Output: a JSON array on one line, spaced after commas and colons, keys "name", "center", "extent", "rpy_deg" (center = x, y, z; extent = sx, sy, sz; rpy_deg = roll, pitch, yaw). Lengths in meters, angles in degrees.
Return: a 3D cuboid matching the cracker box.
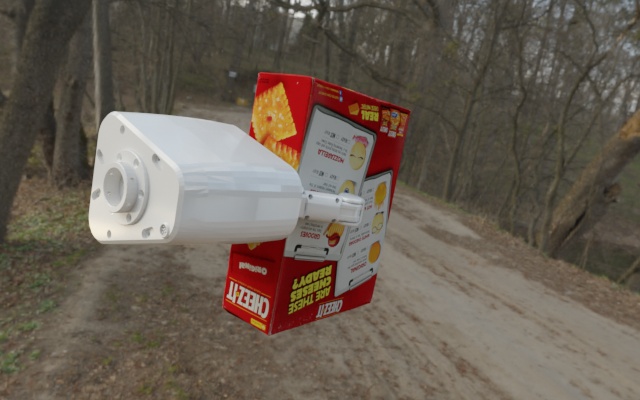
[{"name": "cracker box", "center": [0.000, 0.001, 0.460], "extent": [0.072, 0.214, 0.164], "rpy_deg": [17, 10, 37]}]
